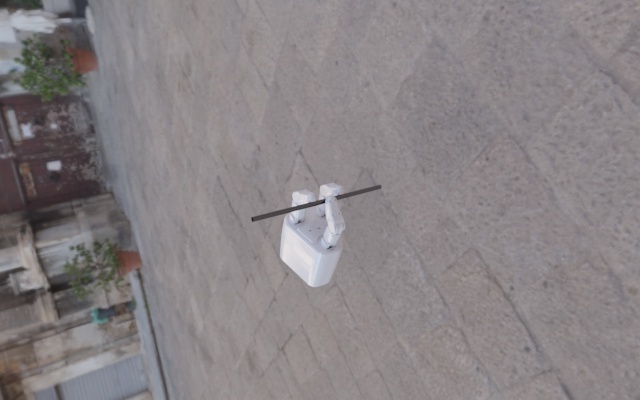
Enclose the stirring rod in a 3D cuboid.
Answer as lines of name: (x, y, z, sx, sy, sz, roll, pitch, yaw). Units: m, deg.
stirring rod: (0.000, 0.003, 0.782, 0.239, 0.011, 0.011, -14, 6, -26)
